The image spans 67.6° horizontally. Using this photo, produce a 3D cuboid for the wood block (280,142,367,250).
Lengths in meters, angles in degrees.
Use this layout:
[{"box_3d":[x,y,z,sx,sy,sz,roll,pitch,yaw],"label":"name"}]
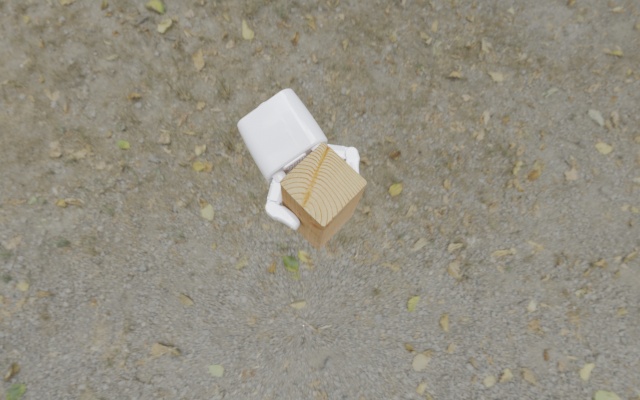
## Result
[{"box_3d":[0.000,0.002,0.755,0.091,0.090,0.206,-44,-9,-12],"label":"wood block"}]
